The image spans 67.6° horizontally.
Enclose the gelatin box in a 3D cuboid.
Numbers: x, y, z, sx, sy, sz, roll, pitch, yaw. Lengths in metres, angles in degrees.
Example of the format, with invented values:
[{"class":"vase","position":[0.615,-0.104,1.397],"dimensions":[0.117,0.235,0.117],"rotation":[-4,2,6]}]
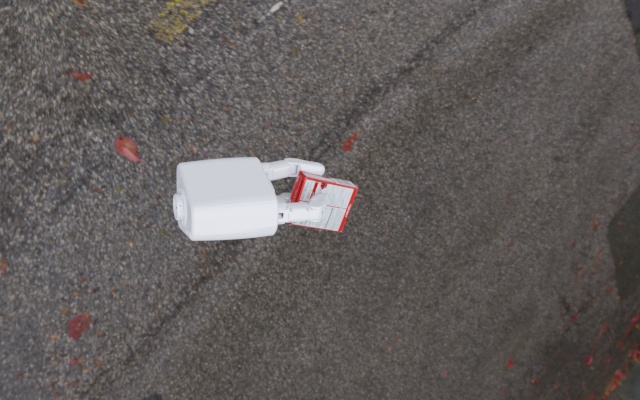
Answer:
[{"class":"gelatin box","position":[0.001,0.002,0.686],"dimensions":[0.089,0.073,0.030],"rotation":[11,19,-27]}]
